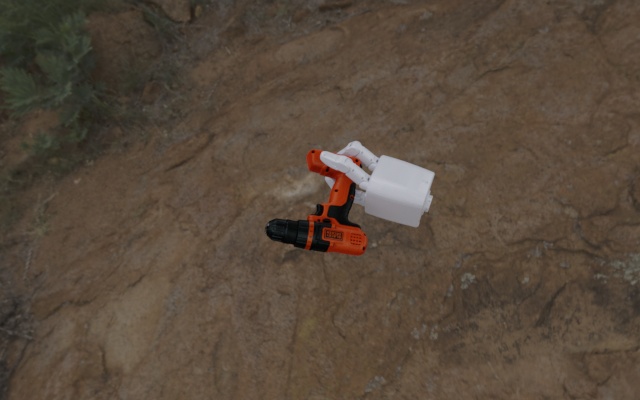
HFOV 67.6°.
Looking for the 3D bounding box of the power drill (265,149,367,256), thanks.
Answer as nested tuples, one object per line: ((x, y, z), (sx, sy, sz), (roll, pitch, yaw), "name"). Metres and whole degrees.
((0.000, 0.002, 0.878), (0.184, 0.187, 0.057), (11, -21, -10), "power drill")
